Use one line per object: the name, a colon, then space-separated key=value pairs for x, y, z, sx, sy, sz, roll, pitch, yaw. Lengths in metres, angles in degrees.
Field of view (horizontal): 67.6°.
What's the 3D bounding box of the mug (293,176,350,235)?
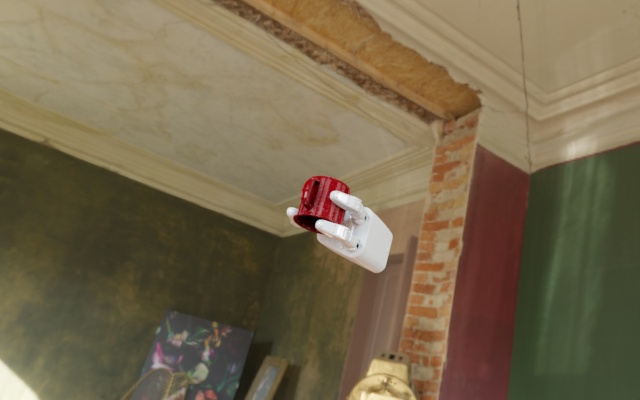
mug: x=-0.001 y=0.002 z=0.848 sx=0.093 sy=0.081 sz=0.117 roll=1 pitch=-26 yaw=33
